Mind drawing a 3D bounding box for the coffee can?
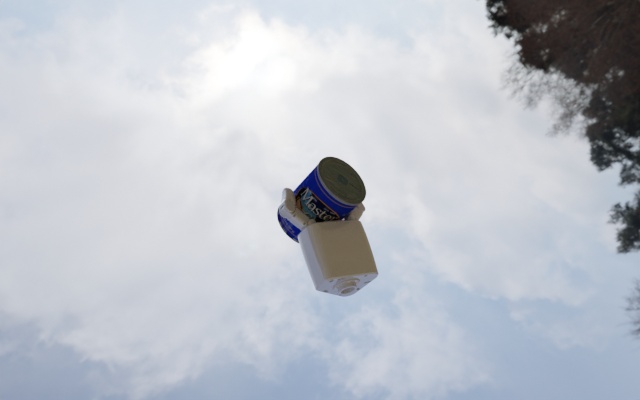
[{"bbox_3d":[0.000,0.003,0.868,0.103,0.102,0.140,0,-35,-43],"label":"coffee can"}]
